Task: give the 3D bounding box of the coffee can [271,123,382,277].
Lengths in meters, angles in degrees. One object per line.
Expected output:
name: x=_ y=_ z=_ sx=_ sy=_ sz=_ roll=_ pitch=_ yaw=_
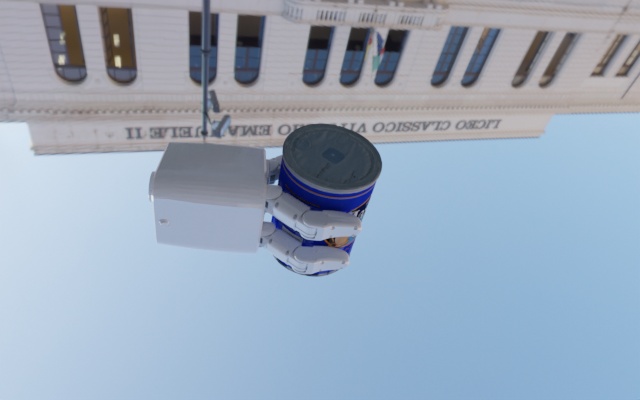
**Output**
coffee can: x=0.000 y=0.002 z=0.528 sx=0.103 sy=0.102 sz=0.140 roll=0 pitch=-44 yaw=-15
